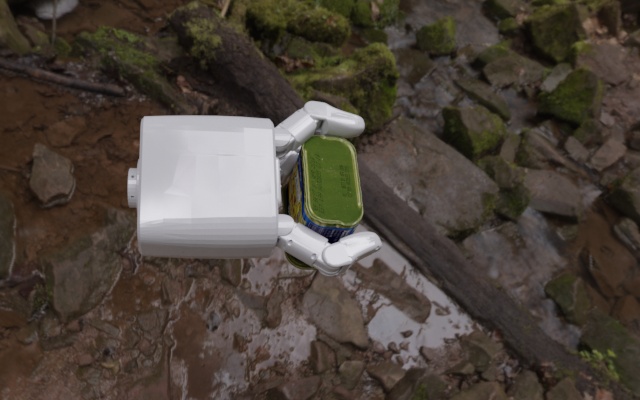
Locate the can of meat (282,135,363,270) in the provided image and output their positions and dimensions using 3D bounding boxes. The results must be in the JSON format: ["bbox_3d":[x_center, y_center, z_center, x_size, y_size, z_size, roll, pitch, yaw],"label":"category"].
[{"bbox_3d":[0.000,0.001,0.448,0.057,0.102,0.084,4,-33,-14],"label":"can of meat"}]
